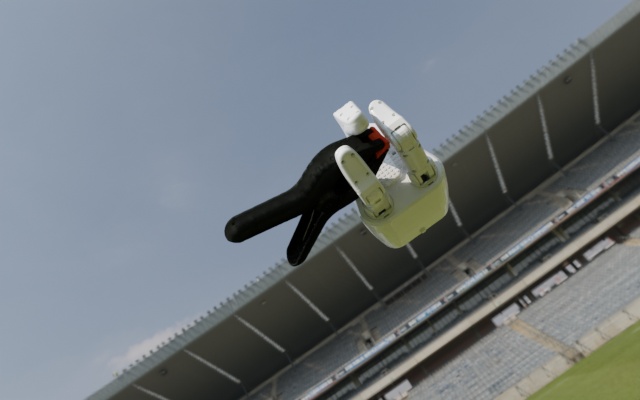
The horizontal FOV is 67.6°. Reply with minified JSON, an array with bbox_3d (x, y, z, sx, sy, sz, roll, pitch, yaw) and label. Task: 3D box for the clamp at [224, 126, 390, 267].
[{"bbox_3d":[0.000,0.001,0.471,0.171,0.039,0.120,-36,-28,3],"label":"clamp"}]
